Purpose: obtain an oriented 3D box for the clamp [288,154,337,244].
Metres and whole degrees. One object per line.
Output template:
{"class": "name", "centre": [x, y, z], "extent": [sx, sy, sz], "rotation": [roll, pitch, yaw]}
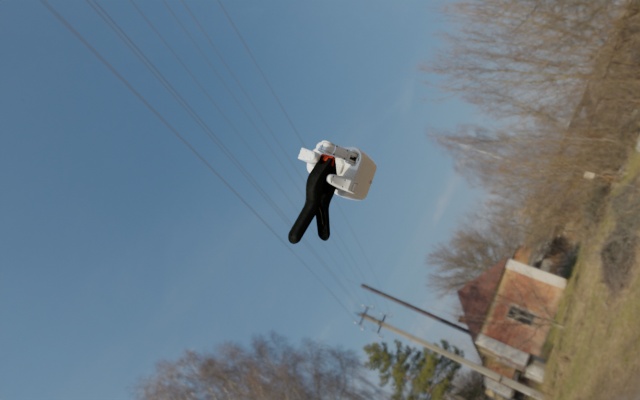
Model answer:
{"class": "clamp", "centre": [0.000, 0.003, 0.887], "extent": [0.039, 0.171, 0.120], "rotation": [20, 1, 25]}
